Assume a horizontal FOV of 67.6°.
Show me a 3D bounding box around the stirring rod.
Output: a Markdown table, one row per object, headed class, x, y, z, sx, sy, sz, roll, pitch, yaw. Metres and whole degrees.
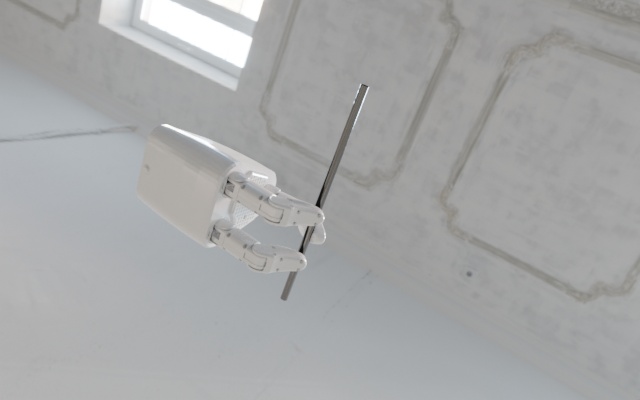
| class | x | y | z | sx | sy | sz | roll | pitch | yaw |
| --- | --- | --- | --- | --- | --- | --- | --- | --- | --- |
| stirring rod | 0.000 | 0.001 | 0.472 | 0.011 | 0.240 | 0.011 | 18 | 22 | -7 |
